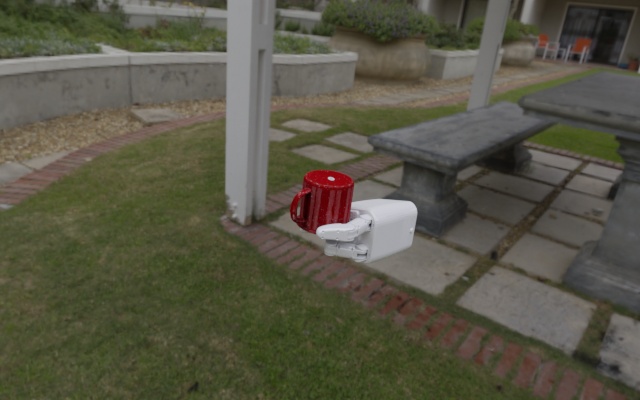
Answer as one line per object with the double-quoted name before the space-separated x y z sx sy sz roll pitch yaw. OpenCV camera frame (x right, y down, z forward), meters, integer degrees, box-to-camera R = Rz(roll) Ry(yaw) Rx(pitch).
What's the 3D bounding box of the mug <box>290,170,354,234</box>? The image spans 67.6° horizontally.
"mug" -0.001 0.002 0.762 0.117 0.081 0.093 -11 28 -37
